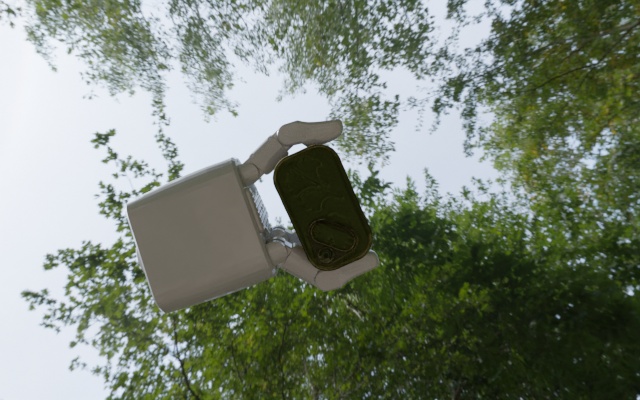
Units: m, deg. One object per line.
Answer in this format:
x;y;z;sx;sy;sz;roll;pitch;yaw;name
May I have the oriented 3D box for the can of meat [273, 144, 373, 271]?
0.000;0.001;0.426;0.057;0.102;0.084;-24;9;0;can of meat
